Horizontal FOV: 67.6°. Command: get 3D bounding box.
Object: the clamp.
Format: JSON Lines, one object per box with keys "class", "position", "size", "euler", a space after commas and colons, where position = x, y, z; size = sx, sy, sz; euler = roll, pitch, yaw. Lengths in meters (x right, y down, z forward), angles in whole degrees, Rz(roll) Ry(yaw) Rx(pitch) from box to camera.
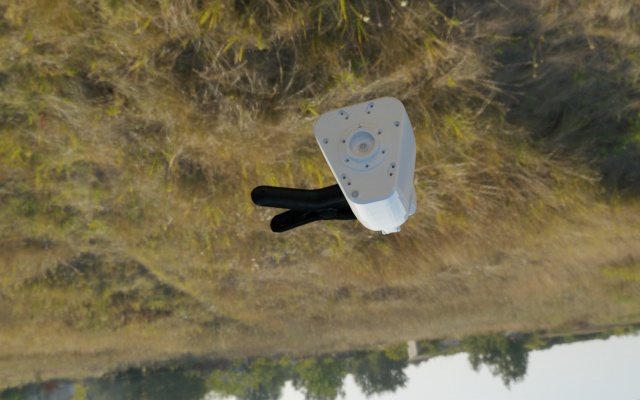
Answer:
{"class": "clamp", "position": [0.000, 0.003, 0.590], "size": [0.171, 0.039, 0.120], "euler": [-12, -18, 12]}
